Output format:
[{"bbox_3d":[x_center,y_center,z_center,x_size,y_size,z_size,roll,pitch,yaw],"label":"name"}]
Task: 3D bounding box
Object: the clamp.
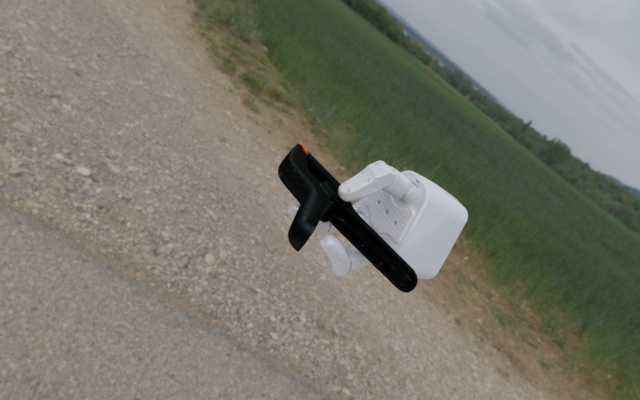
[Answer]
[{"bbox_3d":[0.001,0.001,0.493,0.164,0.036,0.210,24,24,-45],"label":"clamp"}]
